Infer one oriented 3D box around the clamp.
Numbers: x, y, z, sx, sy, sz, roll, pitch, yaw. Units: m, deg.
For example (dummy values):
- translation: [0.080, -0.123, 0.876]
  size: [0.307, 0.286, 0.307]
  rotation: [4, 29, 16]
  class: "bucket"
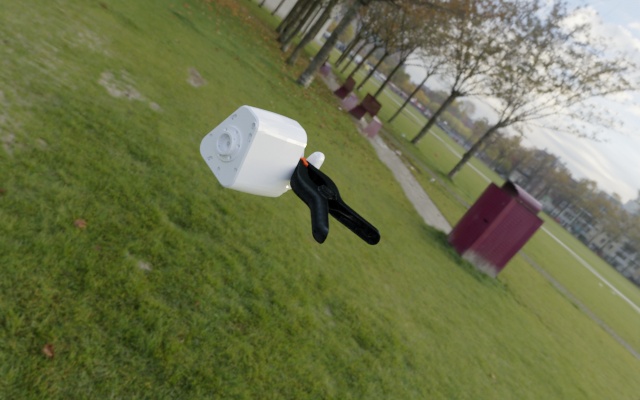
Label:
- translation: [0.000, 0.002, 0.673]
  size: [0.171, 0.039, 0.120]
  rotation: [47, 23, 28]
  class: "clamp"
